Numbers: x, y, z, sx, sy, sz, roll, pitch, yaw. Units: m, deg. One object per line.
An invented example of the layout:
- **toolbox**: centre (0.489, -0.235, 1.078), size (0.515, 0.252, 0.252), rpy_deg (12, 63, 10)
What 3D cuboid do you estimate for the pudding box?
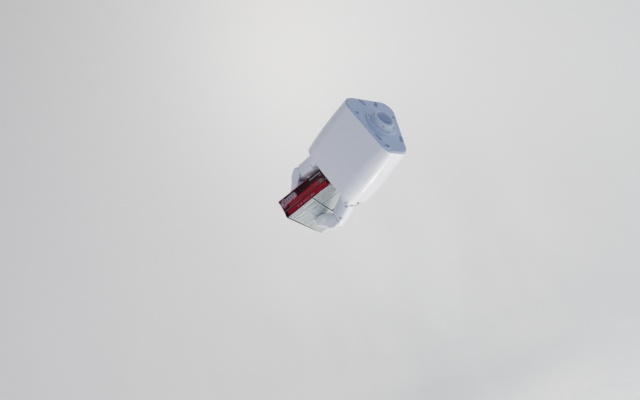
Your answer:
- **pudding box**: centre (0.000, 0.003, 0.766), size (0.090, 0.039, 0.113), rpy_deg (-37, -32, 14)
